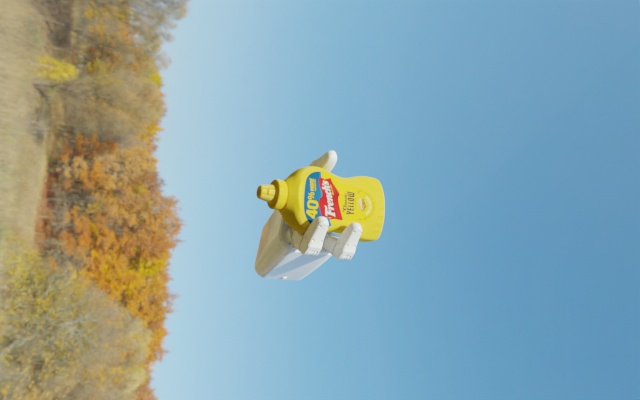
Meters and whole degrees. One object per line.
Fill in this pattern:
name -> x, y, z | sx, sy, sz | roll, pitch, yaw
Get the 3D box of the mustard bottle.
mustard bottle -> 0.001, 0.002, 0.678 | 0.191, 0.096, 0.058 | 10, -12, -29
